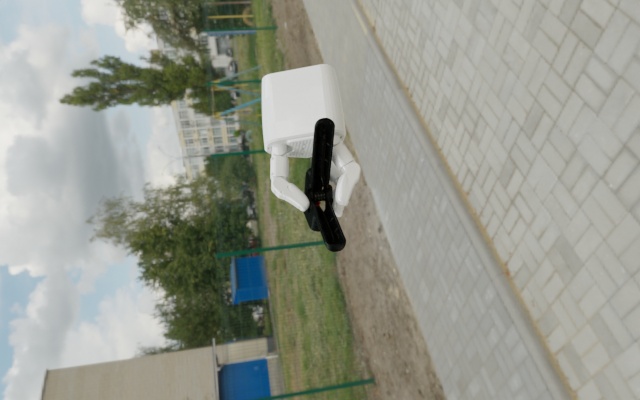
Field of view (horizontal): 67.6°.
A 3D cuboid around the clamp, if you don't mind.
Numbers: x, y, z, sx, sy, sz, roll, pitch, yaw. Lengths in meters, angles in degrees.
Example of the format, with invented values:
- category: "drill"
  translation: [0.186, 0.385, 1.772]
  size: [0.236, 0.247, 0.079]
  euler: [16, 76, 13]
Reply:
- category: "clamp"
  translation: [-0.001, 0.002, 0.660]
  size: [0.036, 0.164, 0.210]
  euler: [-3, -15, -9]
